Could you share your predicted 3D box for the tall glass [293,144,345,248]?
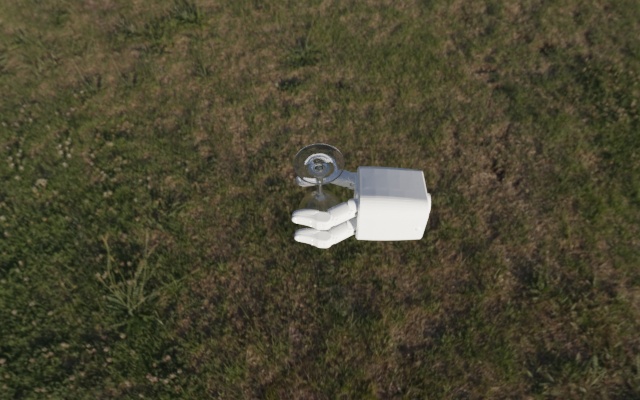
[{"bbox_3d":[0.000,0.002,0.763,0.079,0.079,0.201,0,-34,1],"label":"tall glass"}]
